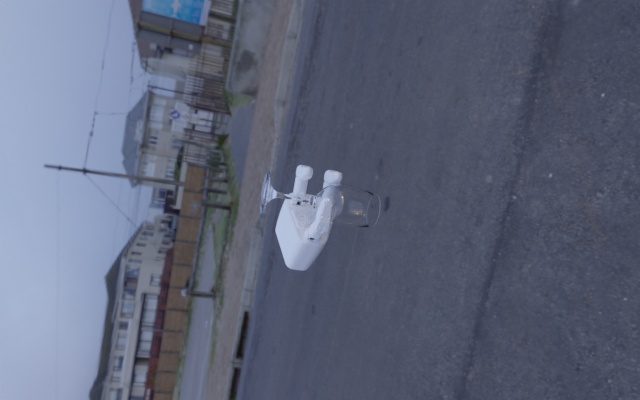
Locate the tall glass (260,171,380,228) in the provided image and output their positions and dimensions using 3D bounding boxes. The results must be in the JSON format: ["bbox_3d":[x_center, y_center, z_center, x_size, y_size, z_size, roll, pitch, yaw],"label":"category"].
[{"bbox_3d":[0.000,0.003,0.832,0.201,0.079,0.079,9,-2,-15],"label":"tall glass"}]
